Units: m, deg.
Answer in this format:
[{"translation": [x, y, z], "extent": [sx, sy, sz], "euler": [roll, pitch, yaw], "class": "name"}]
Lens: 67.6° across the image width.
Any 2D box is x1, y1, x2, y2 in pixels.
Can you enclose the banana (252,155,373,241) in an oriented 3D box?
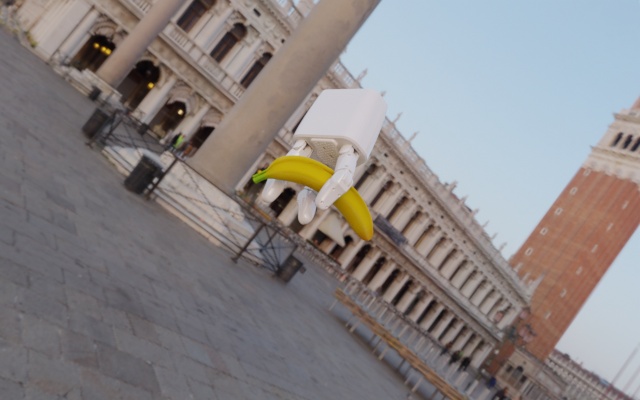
[{"translation": [0.007, -0.011, 0.668], "extent": [0.198, 0.070, 0.037], "euler": [30, 35, -16], "class": "banana"}]
